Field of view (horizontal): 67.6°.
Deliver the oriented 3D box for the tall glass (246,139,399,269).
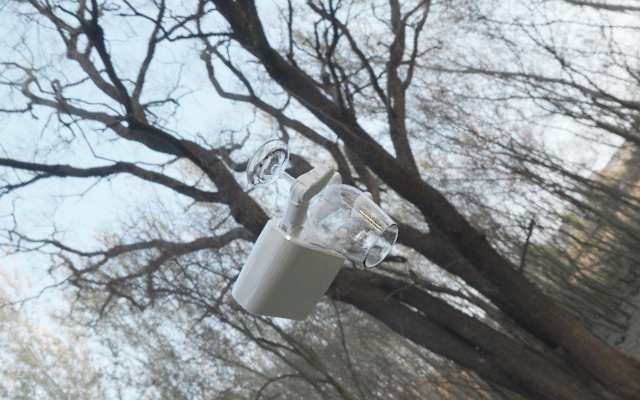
[{"bbox_3d":[0.000,0.001,0.591,0.201,0.079,0.079,35,19,29],"label":"tall glass"}]
